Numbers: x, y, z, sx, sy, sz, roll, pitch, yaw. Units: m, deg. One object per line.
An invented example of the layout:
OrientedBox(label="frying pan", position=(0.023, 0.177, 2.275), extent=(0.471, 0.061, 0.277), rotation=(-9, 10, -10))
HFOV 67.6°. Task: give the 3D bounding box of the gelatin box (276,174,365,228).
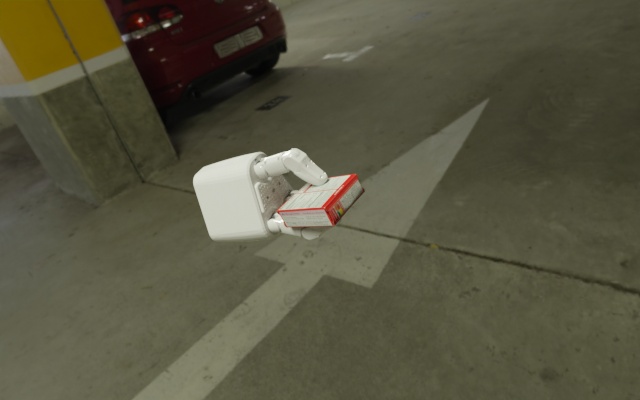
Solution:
OrientedBox(label="gelatin box", position=(0.000, 0.002, 0.599), extent=(0.089, 0.030, 0.073), rotation=(-6, 31, 45))
